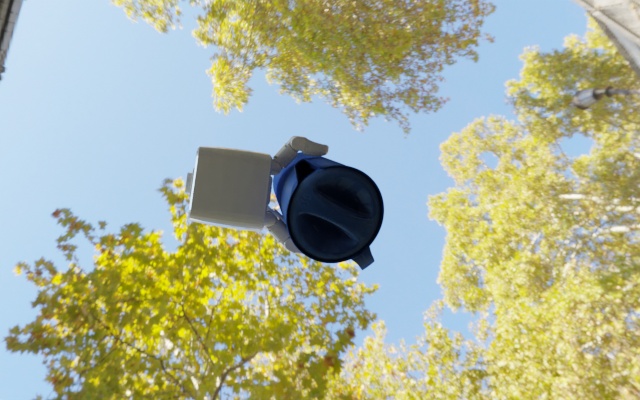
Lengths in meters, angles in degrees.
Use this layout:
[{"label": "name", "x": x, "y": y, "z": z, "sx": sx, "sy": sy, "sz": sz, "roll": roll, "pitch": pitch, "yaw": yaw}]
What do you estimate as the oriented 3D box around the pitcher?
[{"label": "pitcher", "x": 0.000, "y": 0.002, "z": 0.732, "sx": 0.145, "sy": 0.149, "sz": 0.242, "roll": 8, "pitch": 11, "yaw": -15}]
